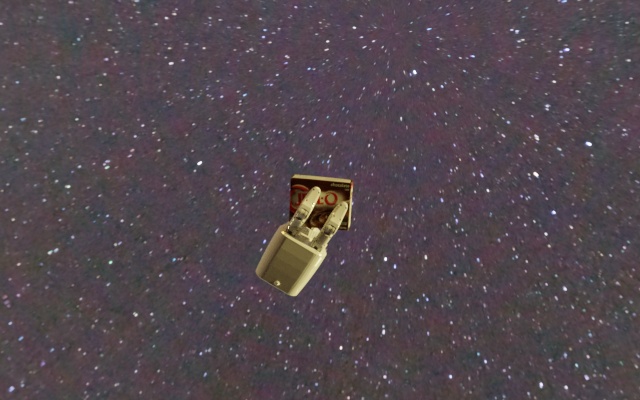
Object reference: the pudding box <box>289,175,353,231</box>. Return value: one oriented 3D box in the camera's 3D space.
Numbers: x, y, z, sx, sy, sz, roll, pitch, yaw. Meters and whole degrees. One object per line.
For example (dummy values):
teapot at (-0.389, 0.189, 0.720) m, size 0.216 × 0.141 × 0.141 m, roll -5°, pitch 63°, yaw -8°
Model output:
pudding box at (0.000, 0.003, 0.868) m, size 0.113 × 0.090 × 0.039 m, roll 4°, pitch 16°, yaw 5°
